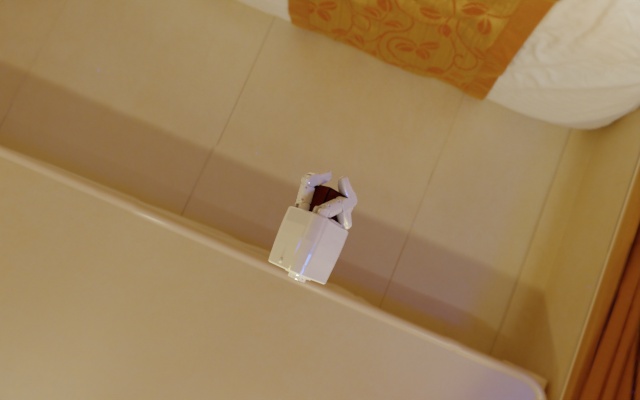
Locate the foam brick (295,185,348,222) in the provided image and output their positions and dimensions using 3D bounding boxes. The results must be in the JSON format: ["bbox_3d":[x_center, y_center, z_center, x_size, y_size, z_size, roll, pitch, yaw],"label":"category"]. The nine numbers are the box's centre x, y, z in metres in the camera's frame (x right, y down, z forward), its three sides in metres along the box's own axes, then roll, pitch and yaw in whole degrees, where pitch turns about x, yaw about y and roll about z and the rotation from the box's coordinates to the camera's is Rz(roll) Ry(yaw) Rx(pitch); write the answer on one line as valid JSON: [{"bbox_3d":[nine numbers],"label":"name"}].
[{"bbox_3d":[0.000,0.003,0.873,0.053,0.051,0.078,29,-9,-39],"label":"foam brick"}]
